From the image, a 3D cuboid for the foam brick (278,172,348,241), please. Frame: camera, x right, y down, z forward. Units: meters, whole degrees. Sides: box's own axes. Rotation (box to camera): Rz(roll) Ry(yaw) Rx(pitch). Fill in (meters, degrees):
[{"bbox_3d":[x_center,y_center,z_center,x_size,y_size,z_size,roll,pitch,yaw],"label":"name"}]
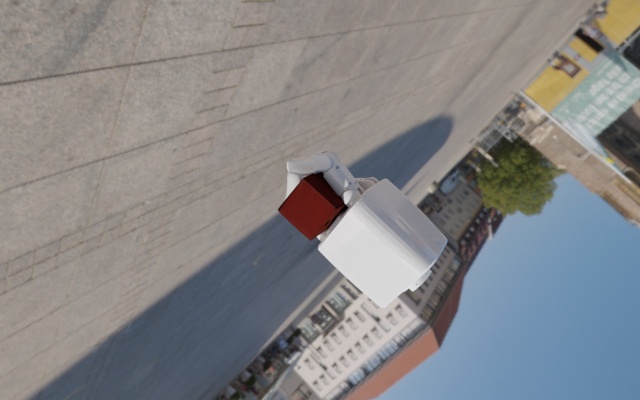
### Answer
[{"bbox_3d":[0.000,0.002,0.546,0.051,0.053,0.078,44,26,9],"label":"foam brick"}]
